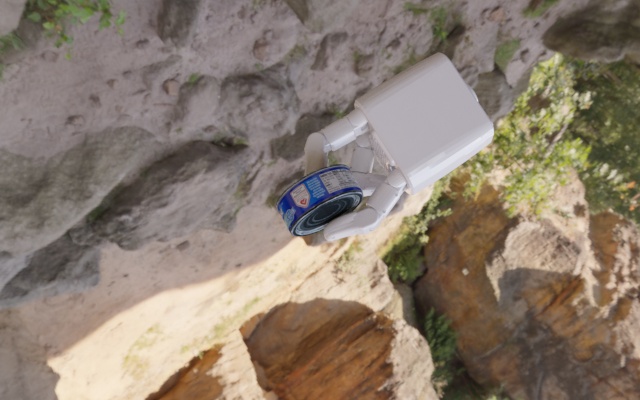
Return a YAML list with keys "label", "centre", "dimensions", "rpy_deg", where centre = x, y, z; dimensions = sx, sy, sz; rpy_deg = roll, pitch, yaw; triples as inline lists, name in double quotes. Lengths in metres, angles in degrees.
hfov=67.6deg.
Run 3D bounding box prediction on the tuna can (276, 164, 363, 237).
- label: "tuna can"
  centre: [0.000, 0.002, 0.486]
  dimensions: [0.086, 0.033, 0.086]
  rpy_deg: [-26, -19, -9]
